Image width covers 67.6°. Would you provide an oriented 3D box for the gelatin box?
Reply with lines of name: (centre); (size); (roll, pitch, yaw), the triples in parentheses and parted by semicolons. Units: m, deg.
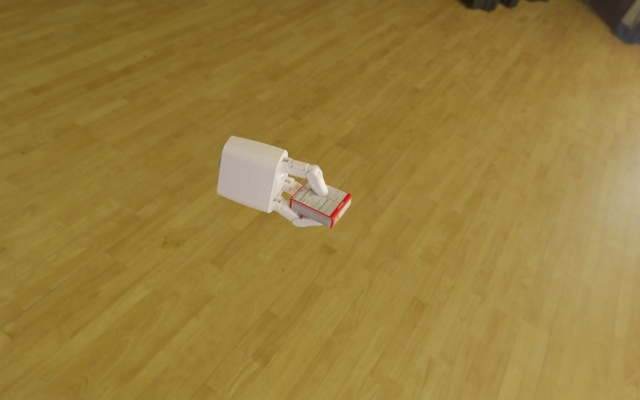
gelatin box: (0.000, 0.003, 0.855); (0.089, 0.030, 0.073); (24, 46, 18)
